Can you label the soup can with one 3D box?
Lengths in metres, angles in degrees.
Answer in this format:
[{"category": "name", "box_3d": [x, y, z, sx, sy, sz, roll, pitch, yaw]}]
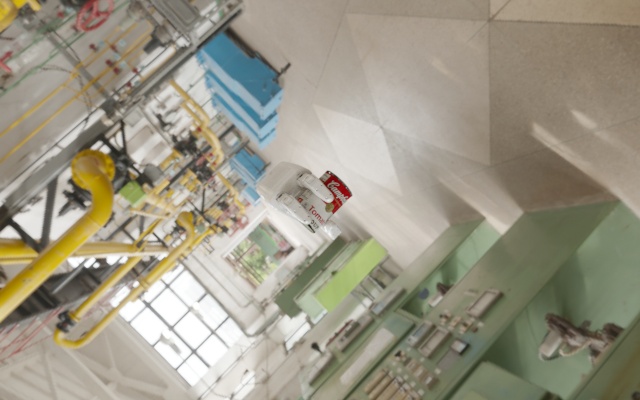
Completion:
[{"category": "soup can", "box_3d": [0.000, 0.003, 0.882, 0.102, 0.068, 0.068, -45, 8, -9]}]
